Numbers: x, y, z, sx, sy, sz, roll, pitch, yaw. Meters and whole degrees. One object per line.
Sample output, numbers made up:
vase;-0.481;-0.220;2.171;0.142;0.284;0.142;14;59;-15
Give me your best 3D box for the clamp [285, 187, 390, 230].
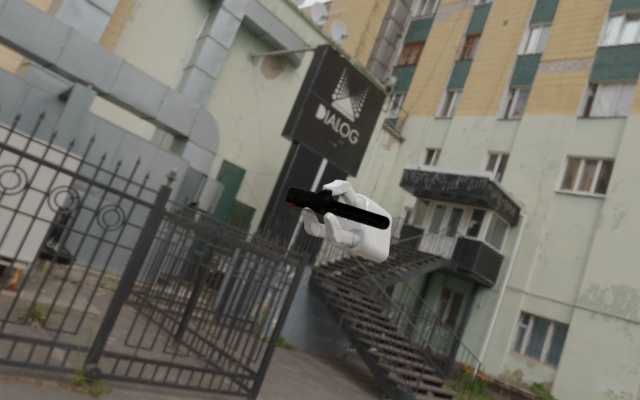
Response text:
clamp;0.000;0.002;0.853;0.210;0.036;0.164;13;-10;42
